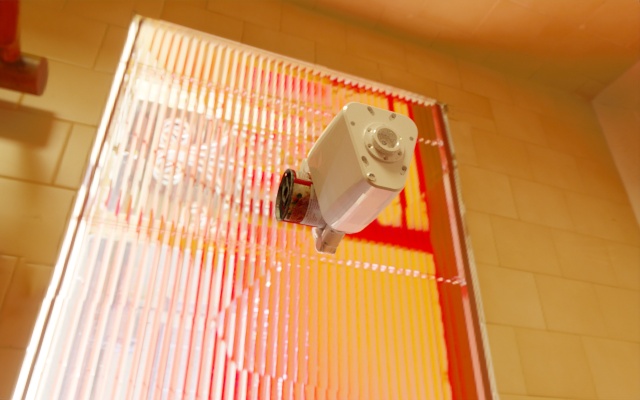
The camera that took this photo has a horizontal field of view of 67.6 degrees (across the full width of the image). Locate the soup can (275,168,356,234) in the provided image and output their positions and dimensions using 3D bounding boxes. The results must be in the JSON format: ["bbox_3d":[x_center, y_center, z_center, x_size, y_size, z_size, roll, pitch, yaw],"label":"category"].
[{"bbox_3d":[0.000,0.002,0.612,0.102,0.068,0.068,11,-4,-18],"label":"soup can"}]
